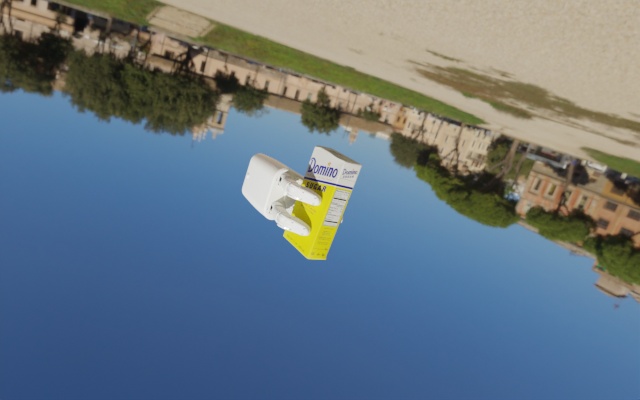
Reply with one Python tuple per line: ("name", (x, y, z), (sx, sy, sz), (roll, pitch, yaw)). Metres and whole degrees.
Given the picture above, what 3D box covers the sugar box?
("sugar box", (0.000, 0.003, 0.812), (0.048, 0.176, 0.093), (7, 18, -37))
